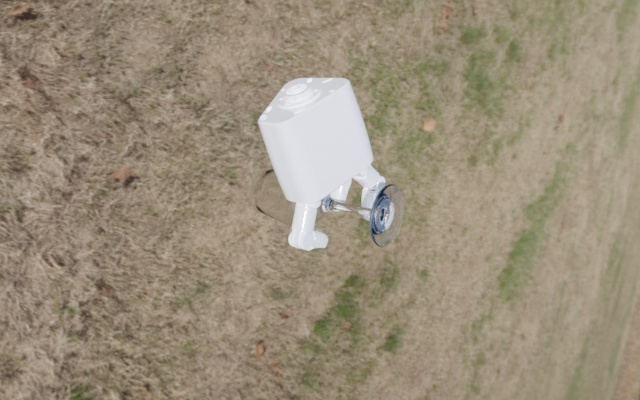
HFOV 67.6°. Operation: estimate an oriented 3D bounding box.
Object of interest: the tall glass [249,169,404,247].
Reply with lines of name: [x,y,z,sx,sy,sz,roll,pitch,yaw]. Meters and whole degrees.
tall glass: [0.001,0.002,0.612,0.201,0.079,0.079,11,7,37]
